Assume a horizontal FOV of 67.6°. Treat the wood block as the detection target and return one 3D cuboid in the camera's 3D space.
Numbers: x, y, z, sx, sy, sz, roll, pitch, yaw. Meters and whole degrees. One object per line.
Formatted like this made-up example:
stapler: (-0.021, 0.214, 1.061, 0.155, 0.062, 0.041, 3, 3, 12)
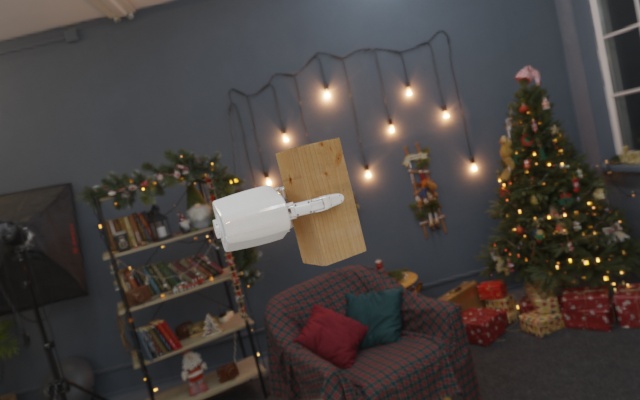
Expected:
wood block: (0.000, 0.003, 0.850, 0.090, 0.206, 0.091, -16, 5, -28)
